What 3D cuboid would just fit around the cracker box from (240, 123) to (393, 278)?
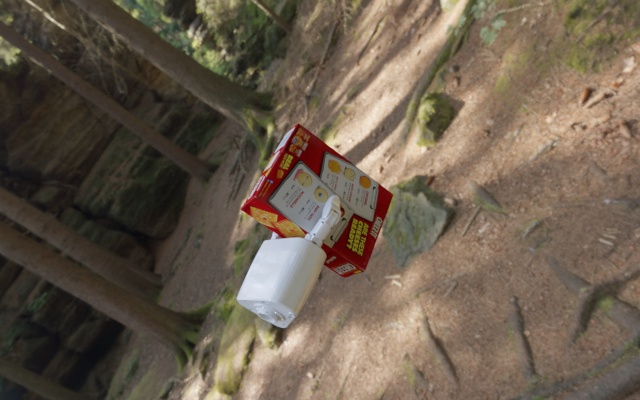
[{"bbox_3d":[0.000,0.002,0.793,0.214,0.164,0.072,36,-33,-16],"label":"cracker box"}]
